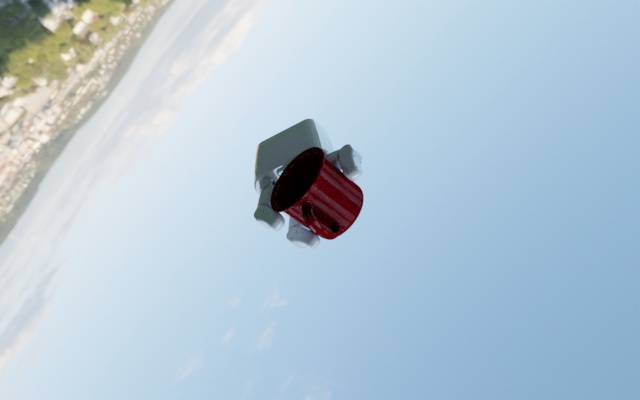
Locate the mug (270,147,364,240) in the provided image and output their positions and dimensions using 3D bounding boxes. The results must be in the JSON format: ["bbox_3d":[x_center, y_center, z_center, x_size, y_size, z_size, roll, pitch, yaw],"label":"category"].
[{"bbox_3d":[0.000,0.003,0.579,0.081,0.093,0.117,37,24,-28],"label":"mug"}]
